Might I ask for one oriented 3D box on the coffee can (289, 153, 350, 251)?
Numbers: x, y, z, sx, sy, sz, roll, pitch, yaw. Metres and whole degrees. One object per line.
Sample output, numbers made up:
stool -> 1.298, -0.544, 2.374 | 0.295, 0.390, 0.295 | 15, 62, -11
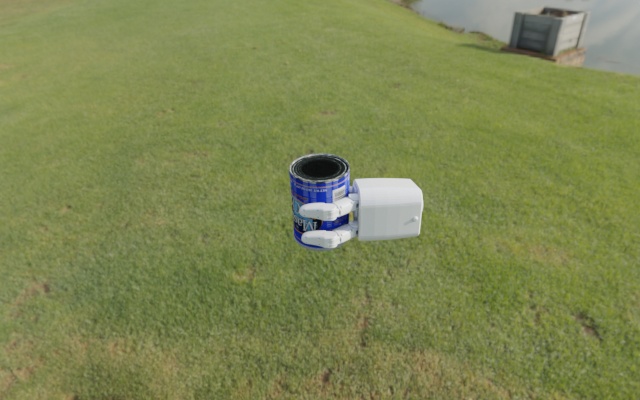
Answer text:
coffee can -> 0.000, 0.003, 0.836 | 0.103, 0.140, 0.102 | -1, 32, 1
